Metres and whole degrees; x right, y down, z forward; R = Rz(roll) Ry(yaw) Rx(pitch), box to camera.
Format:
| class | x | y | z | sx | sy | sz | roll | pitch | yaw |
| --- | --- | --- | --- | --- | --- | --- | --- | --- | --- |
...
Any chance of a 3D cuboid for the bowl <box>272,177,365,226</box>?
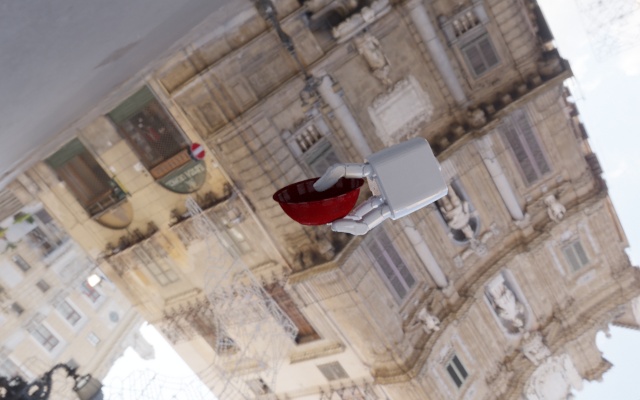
| class | x | y | z | sx | sy | sz | roll | pitch | yaw |
| --- | --- | --- | --- | --- | --- | --- | --- | --- | --- |
| bowl | -0.001 | 0.003 | 0.833 | 0.162 | 0.055 | 0.162 | -9 | 16 | 3 |
